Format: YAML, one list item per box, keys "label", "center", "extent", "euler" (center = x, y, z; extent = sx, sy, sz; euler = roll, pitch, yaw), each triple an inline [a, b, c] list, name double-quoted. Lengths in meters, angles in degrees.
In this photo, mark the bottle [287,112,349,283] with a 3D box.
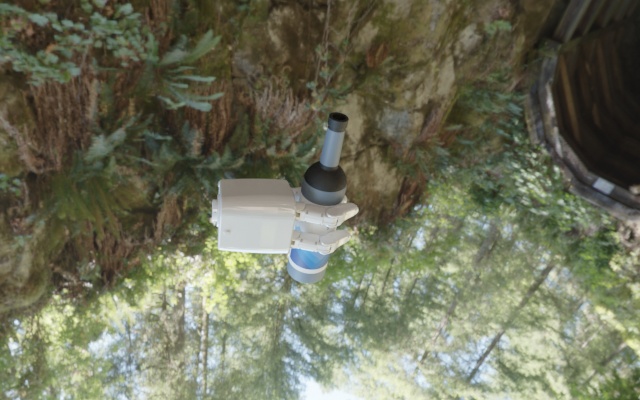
- label: "bottle"
  center: [0.000, 0.003, 0.734]
  extent: [0.069, 0.296, 0.069]
  euler: [8, 37, -6]
